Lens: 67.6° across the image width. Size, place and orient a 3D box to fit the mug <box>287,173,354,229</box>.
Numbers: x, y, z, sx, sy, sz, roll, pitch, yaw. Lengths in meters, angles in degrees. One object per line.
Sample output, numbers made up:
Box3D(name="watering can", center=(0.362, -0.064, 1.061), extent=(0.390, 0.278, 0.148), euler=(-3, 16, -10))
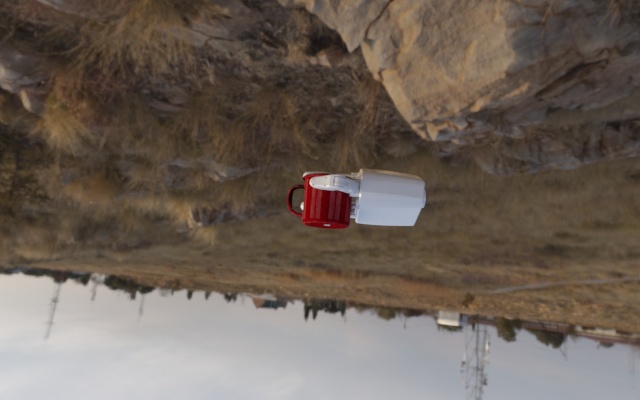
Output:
Box3D(name="mug", center=(-0.001, 0.003, 0.820), extent=(0.117, 0.081, 0.093), euler=(4, -10, 4))
